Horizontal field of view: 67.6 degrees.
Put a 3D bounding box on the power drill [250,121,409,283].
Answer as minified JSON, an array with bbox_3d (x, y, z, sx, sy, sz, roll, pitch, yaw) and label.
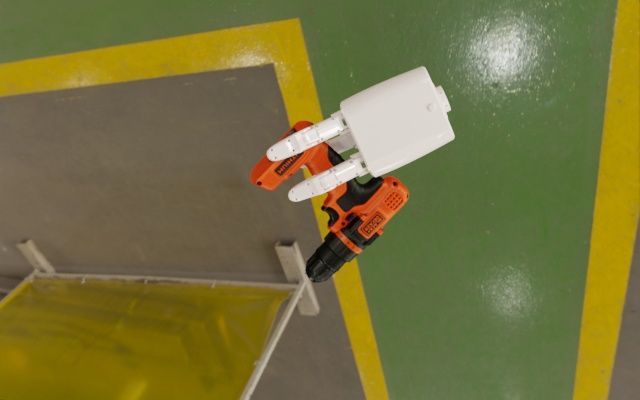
[{"bbox_3d":[0.000,0.002,0.633,0.188,0.184,0.057,41,5,-24],"label":"power drill"}]
